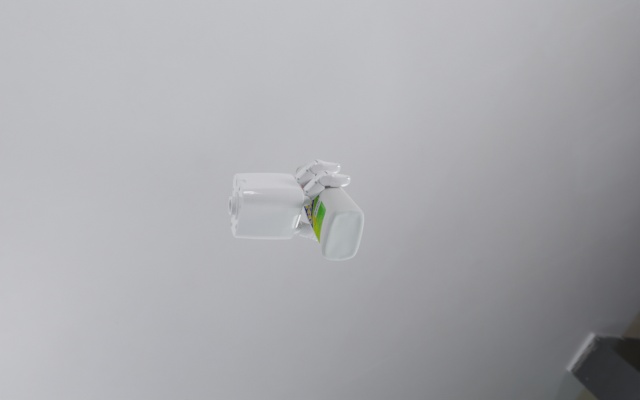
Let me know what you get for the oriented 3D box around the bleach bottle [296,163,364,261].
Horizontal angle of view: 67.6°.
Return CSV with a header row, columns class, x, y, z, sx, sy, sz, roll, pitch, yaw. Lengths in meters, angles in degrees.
class,x,y,z,sx,sy,sz,roll,pitch,yaw
bleach bottle,0.000,0.003,0.890,0.068,0.103,0.250,2,25,-21
